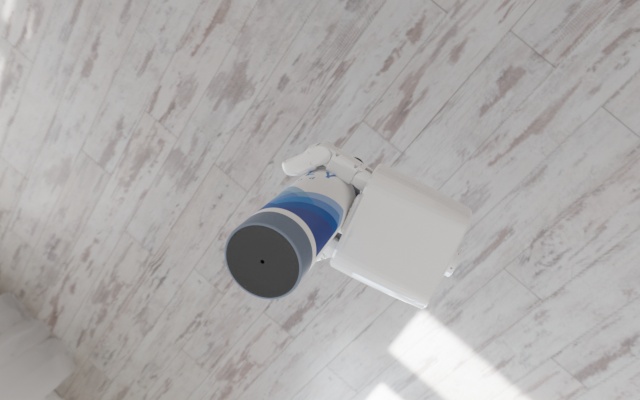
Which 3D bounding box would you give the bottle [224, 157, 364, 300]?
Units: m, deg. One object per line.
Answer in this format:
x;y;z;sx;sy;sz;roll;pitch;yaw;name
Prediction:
0.000;0.002;0.501;0.069;0.069;0.295;0;18;19;bottle
